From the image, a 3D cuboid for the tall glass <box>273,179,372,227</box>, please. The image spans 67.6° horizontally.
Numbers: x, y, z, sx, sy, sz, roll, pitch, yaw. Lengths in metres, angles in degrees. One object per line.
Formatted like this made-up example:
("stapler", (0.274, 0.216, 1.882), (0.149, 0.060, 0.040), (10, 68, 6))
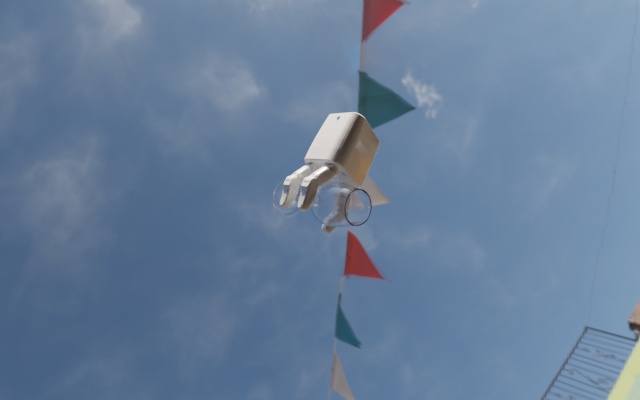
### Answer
("tall glass", (0.000, 0.003, 0.856), (0.079, 0.079, 0.201), (0, 5, -39))
